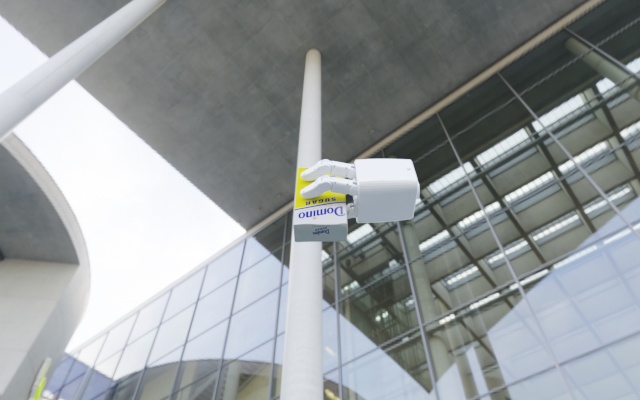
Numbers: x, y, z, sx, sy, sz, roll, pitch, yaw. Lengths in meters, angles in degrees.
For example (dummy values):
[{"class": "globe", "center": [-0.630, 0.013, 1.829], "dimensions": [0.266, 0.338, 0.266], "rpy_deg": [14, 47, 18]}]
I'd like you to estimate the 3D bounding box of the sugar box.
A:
[{"class": "sugar box", "center": [0.000, 0.002, 0.872], "dimensions": [0.093, 0.048, 0.176], "rpy_deg": [-1, 35, 0]}]
